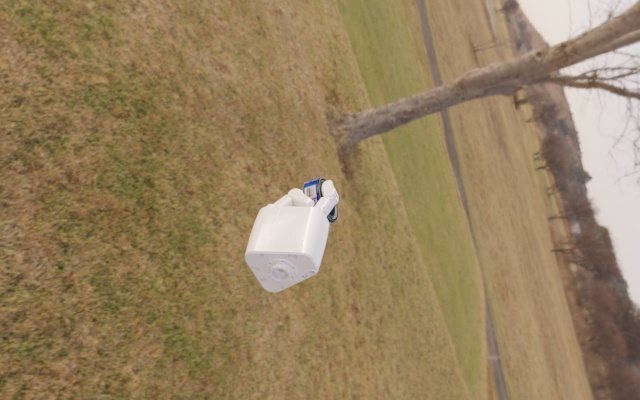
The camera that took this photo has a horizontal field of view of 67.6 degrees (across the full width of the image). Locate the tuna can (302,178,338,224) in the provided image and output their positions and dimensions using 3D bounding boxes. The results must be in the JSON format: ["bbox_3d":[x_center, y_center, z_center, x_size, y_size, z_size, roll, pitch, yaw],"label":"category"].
[{"bbox_3d":[0.001,0.003,0.863,0.034,0.086,0.086,-18,-6,19],"label":"tuna can"}]
